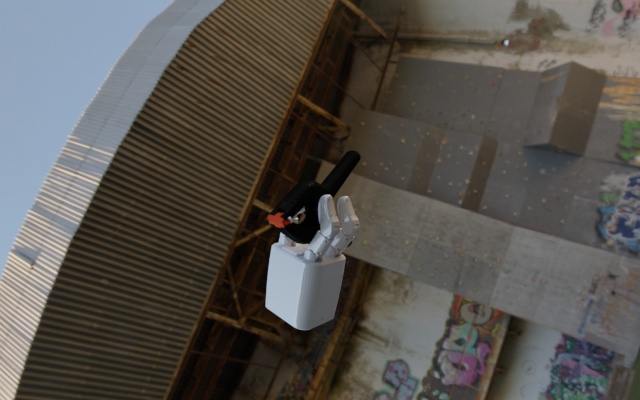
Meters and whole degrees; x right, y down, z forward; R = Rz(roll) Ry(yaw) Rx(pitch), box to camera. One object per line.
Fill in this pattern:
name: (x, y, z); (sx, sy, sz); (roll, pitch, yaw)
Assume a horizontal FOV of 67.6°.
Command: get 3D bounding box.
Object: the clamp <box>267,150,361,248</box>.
clamp: (-0.001, 0.002, 0.723); (0.036, 0.164, 0.210); (12, 9, 33)
